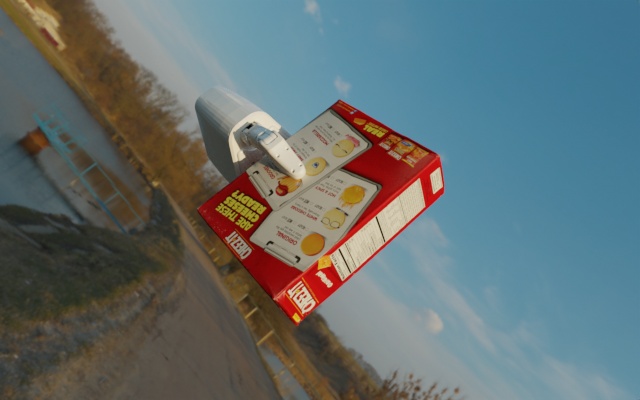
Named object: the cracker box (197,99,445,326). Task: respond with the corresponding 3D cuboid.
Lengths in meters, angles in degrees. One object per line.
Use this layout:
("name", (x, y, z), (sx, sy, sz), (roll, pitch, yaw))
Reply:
("cracker box", (0.000, 0.001, 0.517), (0.164, 0.213, 0.072), (39, -16, 40))
